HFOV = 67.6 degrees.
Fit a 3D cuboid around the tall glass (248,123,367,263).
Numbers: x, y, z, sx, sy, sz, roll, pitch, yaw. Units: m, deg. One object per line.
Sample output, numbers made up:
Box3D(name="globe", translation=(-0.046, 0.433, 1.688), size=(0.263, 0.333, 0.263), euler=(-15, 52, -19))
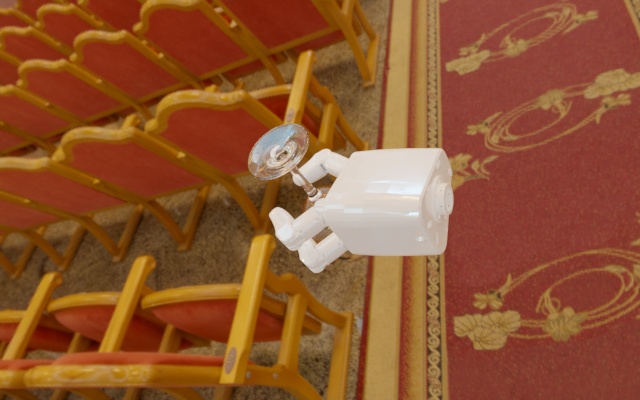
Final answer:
Box3D(name="tall glass", translation=(0.000, 0.001, 0.571), size=(0.079, 0.079, 0.201), euler=(0, -33, 32))
